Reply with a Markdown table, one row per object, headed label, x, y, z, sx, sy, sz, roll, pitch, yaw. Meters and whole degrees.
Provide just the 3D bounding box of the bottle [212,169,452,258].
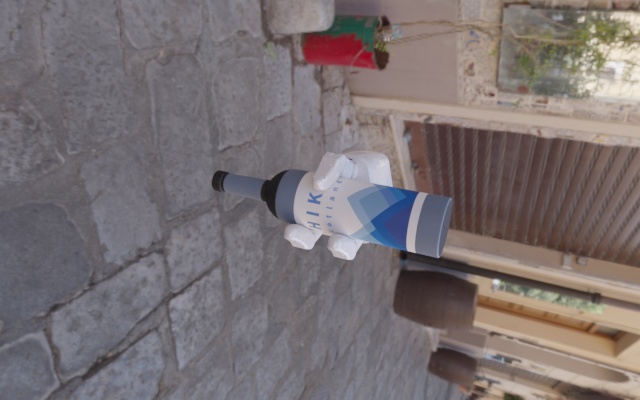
| label | x | y | z | sx | sy | sz | roll | pitch | yaw |
| --- | --- | --- | --- | --- | --- | --- | --- | --- | --- |
| bottle | 0.000 | 0.002 | 0.567 | 0.295 | 0.069 | 0.069 | 12 | 4 | 22 |
